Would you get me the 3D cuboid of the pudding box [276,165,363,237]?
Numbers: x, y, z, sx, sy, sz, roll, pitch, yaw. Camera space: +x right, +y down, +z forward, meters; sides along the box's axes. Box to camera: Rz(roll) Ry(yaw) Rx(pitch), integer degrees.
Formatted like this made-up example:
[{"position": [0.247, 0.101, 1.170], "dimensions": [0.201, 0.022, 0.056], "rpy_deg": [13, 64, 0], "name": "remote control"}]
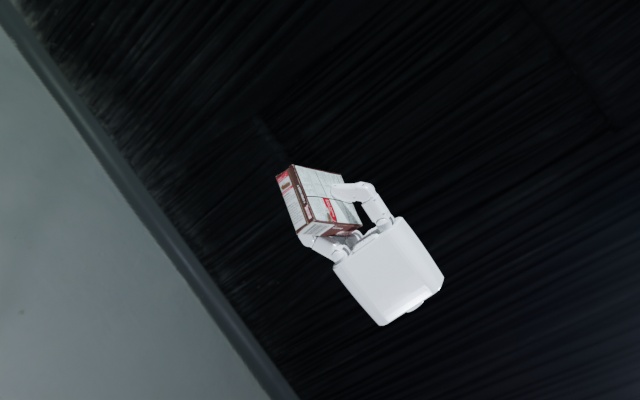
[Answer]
[{"position": [0.000, 0.002, 0.662], "dimensions": [0.039, 0.090, 0.113], "rpy_deg": [-36, -26, 29], "name": "pudding box"}]
